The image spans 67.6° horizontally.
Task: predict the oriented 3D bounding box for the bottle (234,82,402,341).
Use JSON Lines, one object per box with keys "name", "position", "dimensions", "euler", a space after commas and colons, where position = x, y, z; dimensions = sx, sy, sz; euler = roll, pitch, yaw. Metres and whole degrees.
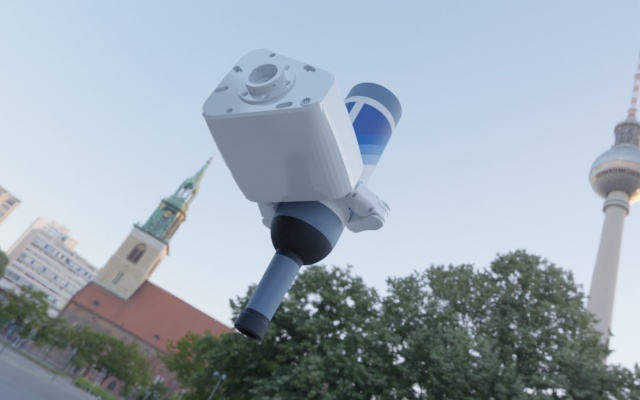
{"name": "bottle", "position": [0.000, 0.001, 0.480], "dimensions": [0.069, 0.295, 0.069], "euler": [22, -30, 13]}
